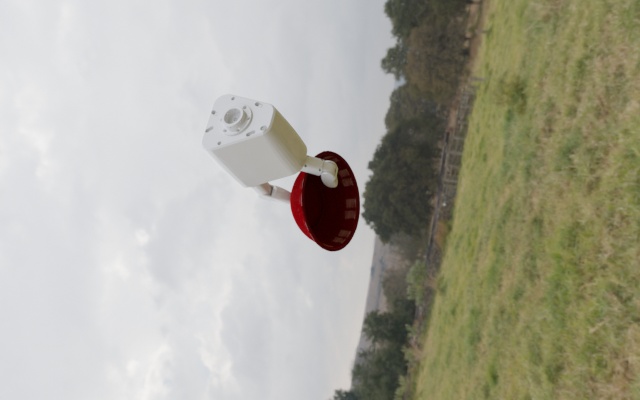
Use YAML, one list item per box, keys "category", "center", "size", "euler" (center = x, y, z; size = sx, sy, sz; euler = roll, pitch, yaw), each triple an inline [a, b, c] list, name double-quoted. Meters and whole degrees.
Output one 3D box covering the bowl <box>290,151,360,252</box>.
- category: "bowl"
  center: [0.000, 0.003, 0.780]
  size: [0.055, 0.162, 0.162]
  euler: [-5, -3, 37]
